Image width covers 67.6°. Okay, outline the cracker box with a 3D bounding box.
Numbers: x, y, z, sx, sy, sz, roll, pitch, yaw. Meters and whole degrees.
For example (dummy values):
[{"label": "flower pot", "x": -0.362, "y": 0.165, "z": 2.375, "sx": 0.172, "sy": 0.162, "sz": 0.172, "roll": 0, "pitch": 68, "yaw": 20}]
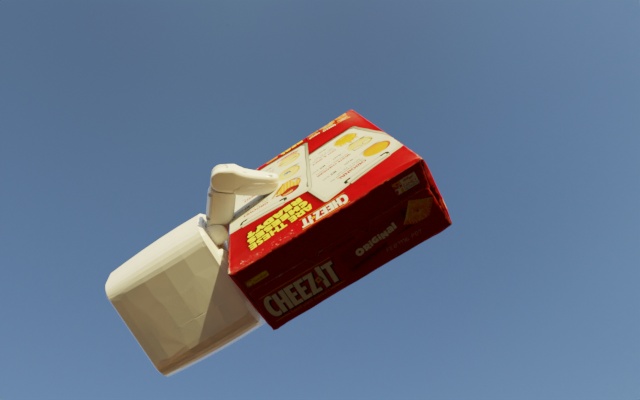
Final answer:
[{"label": "cracker box", "x": 0.000, "y": 0.001, "z": 0.447, "sx": 0.164, "sy": 0.072, "sz": 0.213, "roll": -32, "pitch": 22, "yaw": 2}]
